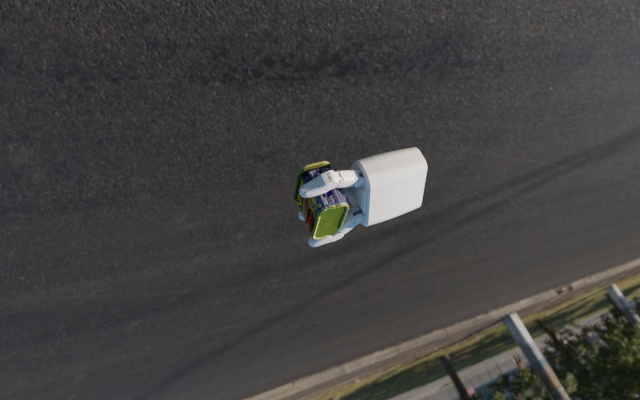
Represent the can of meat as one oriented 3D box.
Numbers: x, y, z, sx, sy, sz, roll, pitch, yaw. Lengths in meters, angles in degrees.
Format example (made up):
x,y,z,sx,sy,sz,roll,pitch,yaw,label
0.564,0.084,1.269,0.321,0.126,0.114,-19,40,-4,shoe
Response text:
x,y,z,sx,sy,sz,roll,pitch,yaw,label
0.000,0.003,0.763,0.057,0.084,0.102,-15,-29,-19,can of meat
